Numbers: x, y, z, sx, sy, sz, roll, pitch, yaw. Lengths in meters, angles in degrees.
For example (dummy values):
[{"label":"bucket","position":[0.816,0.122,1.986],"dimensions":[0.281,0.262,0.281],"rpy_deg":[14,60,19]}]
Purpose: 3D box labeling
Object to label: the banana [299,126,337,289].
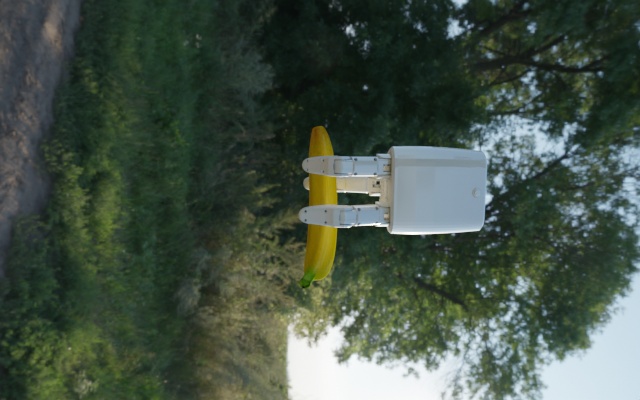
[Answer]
[{"label":"banana","position":[0.001,0.011,0.580],"dimensions":[0.037,0.197,0.070],"rpy_deg":[1,-17,5]}]
